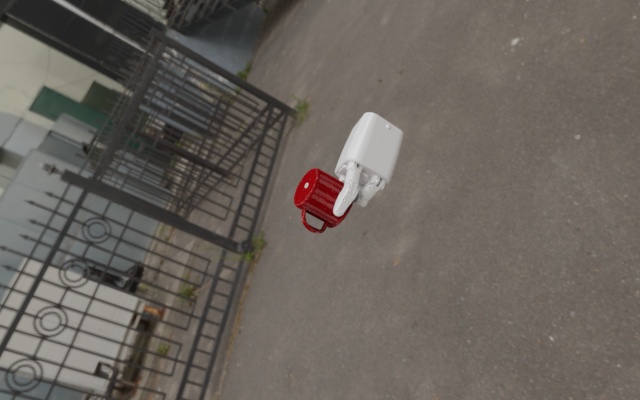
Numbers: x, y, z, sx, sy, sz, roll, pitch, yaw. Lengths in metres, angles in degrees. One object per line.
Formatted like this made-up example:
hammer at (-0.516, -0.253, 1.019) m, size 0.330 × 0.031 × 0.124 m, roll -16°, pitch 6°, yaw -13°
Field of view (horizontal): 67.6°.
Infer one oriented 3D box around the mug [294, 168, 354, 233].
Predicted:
mug at (-0.001, 0.004, 0.877) m, size 0.081 × 0.117 × 0.093 m, roll 29°, pitch -19°, yaw -22°
